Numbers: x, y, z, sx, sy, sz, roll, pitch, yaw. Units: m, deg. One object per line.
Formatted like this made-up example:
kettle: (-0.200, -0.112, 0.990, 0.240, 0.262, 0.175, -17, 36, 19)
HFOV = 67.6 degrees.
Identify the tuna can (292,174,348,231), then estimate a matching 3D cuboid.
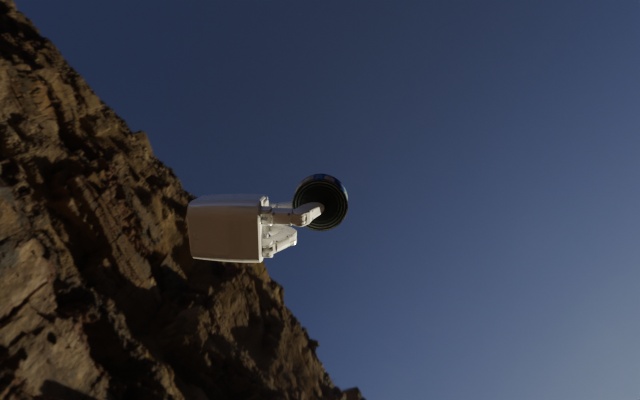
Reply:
tuna can: (0.000, 0.002, 0.743, 0.086, 0.086, 0.033, 0, 21, 3)
